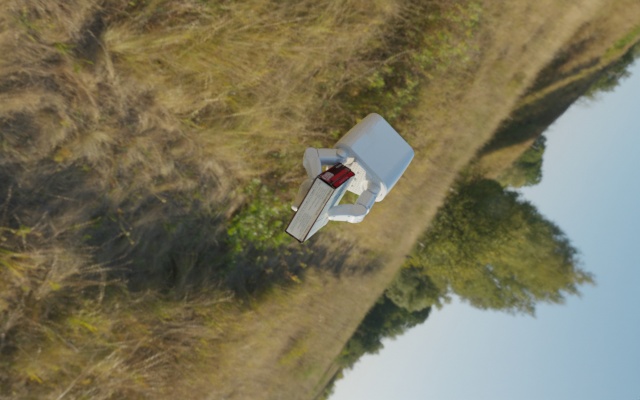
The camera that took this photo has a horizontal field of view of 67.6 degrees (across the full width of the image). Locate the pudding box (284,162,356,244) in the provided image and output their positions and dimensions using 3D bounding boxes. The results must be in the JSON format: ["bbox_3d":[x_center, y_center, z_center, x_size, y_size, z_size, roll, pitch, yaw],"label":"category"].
[{"bbox_3d":[0.000,0.002,0.734,0.039,0.113,0.090,35,28,11],"label":"pudding box"}]
